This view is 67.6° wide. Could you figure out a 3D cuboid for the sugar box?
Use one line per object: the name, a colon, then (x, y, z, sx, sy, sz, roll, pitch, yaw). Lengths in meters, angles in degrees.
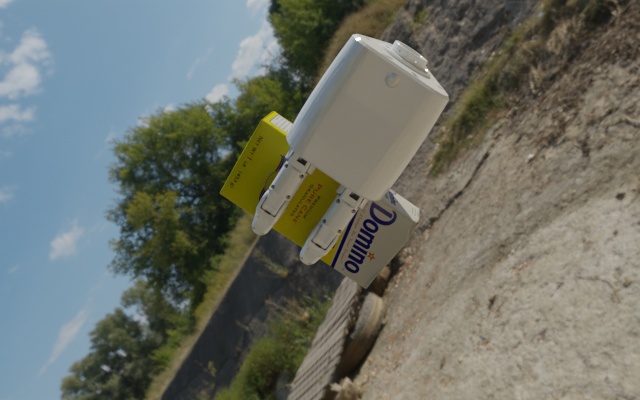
sugar box: (0.000, 0.002, 0.470, 0.176, 0.093, 0.048, 34, 25, -1)
